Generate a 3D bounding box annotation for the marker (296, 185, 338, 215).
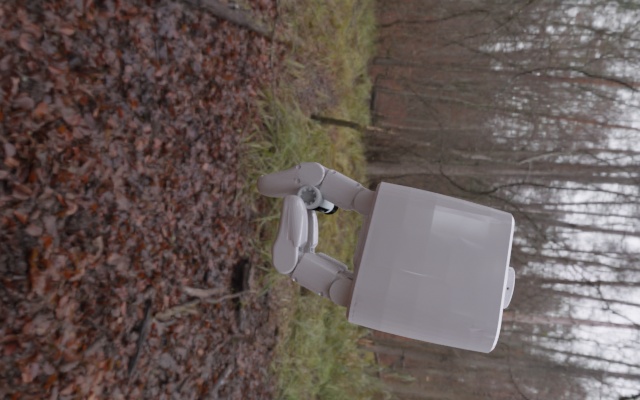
[{"bbox_3d":[0.000,0.001,0.434,0.020,0.020,0.121,0,-5,10],"label":"marker"}]
